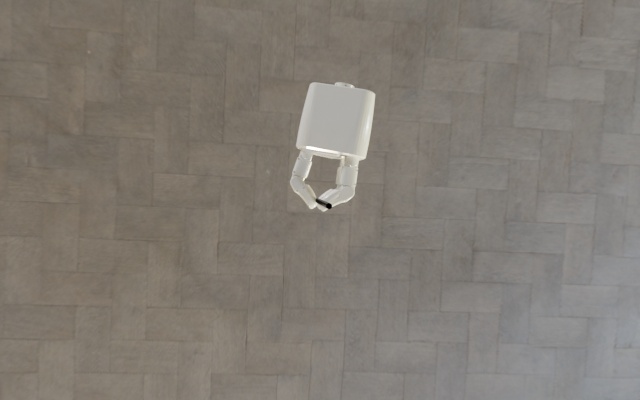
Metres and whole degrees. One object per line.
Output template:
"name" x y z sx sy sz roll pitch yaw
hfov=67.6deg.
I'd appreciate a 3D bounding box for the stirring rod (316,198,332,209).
"stirring rod" 0.000 0.002 0.724 0.011 0.011 0.239 0 2 -5
